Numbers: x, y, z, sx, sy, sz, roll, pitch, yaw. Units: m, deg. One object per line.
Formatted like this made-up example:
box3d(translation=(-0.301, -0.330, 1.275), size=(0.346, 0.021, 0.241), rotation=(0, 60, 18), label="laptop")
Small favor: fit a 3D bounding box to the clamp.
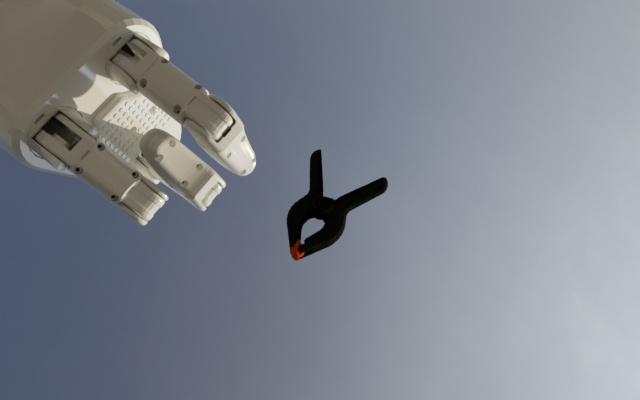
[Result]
box3d(translation=(0.000, 0.003, 0.659), size=(0.120, 0.171, 0.039), rotation=(30, -29, 25), label="clamp")
